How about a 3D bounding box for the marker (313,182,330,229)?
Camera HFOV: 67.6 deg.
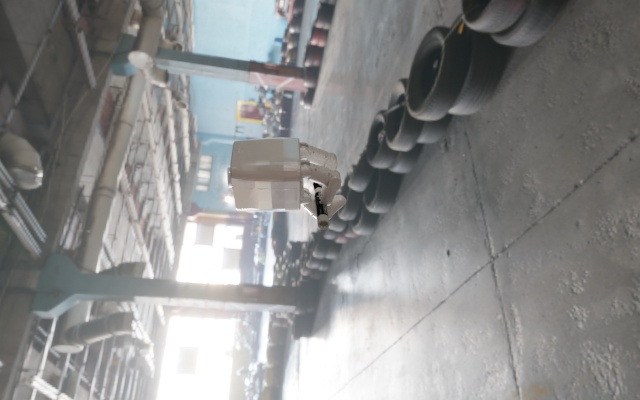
[{"bbox_3d":[0.000,0.003,0.778,0.020,0.020,0.121,0,35,-5],"label":"marker"}]
